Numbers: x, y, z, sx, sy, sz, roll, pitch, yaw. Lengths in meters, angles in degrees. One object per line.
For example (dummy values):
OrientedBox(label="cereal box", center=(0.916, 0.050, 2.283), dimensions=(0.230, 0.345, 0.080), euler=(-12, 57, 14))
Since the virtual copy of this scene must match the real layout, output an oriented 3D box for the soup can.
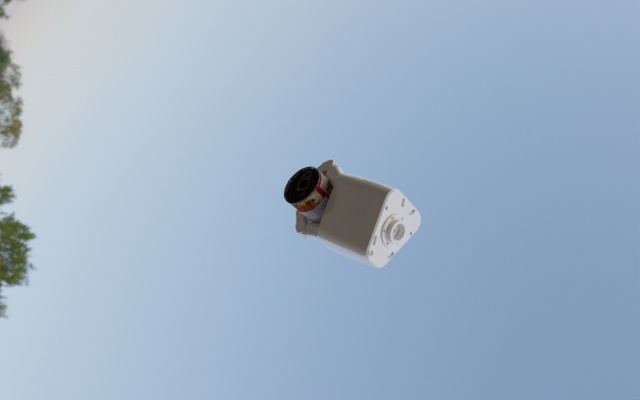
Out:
OrientedBox(label="soup can", center=(0.000, 0.003, 0.753), dimensions=(0.068, 0.068, 0.102), euler=(0, -32, 43))
